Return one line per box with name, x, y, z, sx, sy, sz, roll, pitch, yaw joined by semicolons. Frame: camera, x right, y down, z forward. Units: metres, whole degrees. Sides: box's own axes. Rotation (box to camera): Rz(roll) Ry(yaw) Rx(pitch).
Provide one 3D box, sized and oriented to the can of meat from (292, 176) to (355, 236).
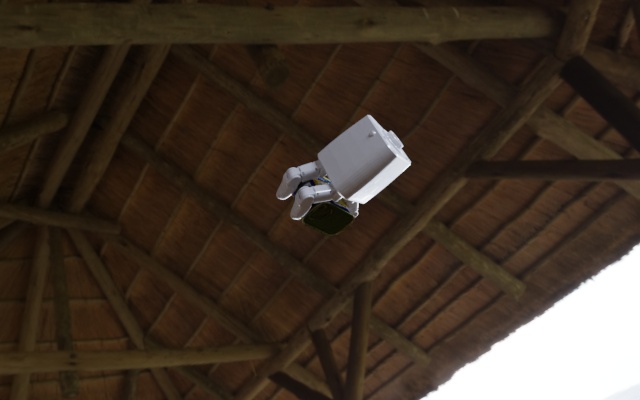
can of meat;0.000;0.002;0.803;0.057;0.084;0.102;-40;-38;19
